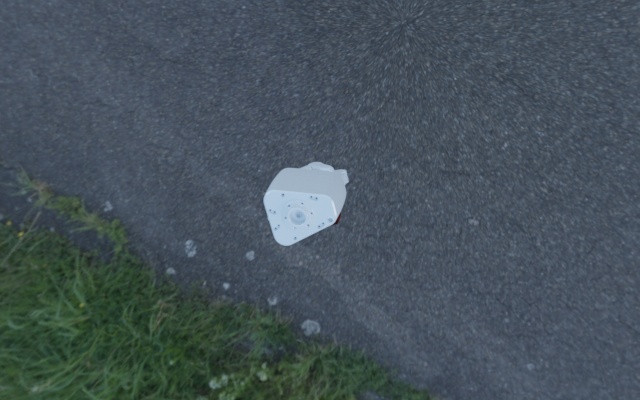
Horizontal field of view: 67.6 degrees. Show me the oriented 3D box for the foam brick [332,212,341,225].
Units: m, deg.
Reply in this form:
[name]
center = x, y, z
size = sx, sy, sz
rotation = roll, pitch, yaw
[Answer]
[foam brick]
center = 0.000, 0.003, 0.834
size = 0.053, 0.078, 0.051
rotation = -11, 18, 13
